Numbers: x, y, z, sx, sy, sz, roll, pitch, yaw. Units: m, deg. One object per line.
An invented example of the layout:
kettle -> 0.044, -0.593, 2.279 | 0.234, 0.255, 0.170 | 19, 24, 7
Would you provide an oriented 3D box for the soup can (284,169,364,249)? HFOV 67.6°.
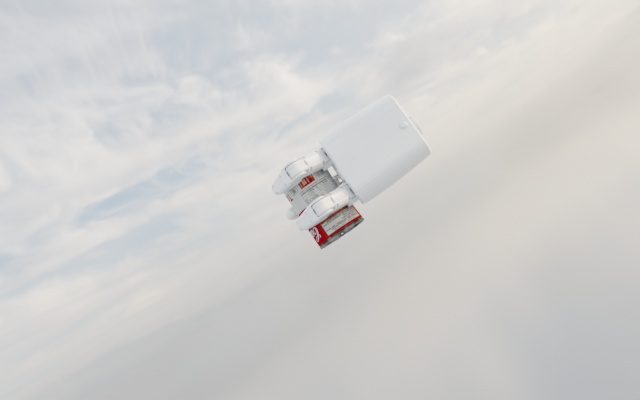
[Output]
soup can -> 0.000, 0.002, 0.616 | 0.068, 0.102, 0.068 | -34, -8, -5
